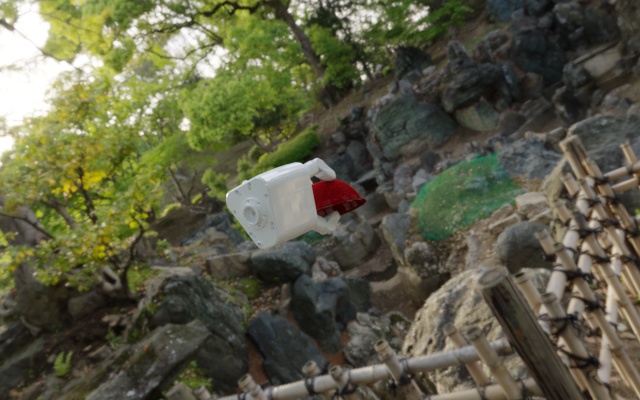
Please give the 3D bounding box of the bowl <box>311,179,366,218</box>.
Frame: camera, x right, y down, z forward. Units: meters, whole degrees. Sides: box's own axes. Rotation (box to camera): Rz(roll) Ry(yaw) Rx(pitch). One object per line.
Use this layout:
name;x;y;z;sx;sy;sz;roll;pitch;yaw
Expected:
bowl;0.001;0.003;0.882;0.162;0.055;0.162;-18;-10;-3
